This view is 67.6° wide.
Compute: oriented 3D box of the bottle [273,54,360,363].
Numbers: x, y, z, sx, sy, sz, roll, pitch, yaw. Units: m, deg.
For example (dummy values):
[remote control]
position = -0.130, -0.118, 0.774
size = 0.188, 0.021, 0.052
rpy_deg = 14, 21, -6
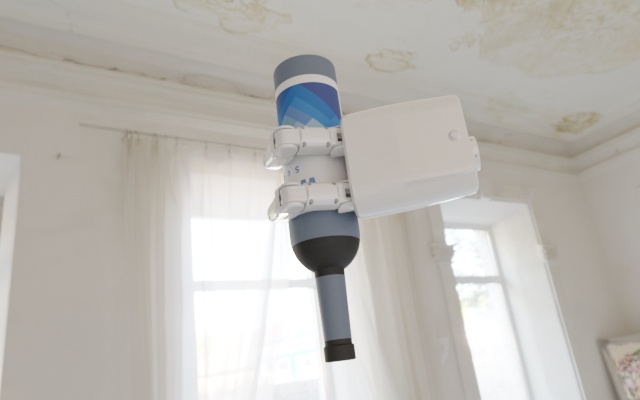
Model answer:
[bottle]
position = 0.000, 0.001, 0.463
size = 0.069, 0.295, 0.069
rpy_deg = -6, -19, -2
